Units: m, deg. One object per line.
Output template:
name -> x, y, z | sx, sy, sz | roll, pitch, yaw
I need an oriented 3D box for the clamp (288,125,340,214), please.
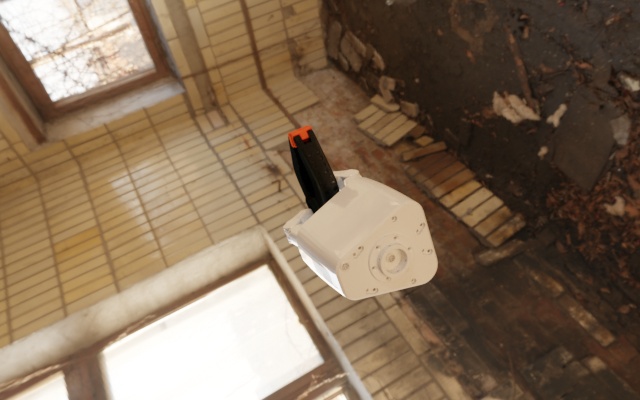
clamp -> -0.001, 0.002, 0.625 | 0.036, 0.210, 0.164 | -26, 22, -15
